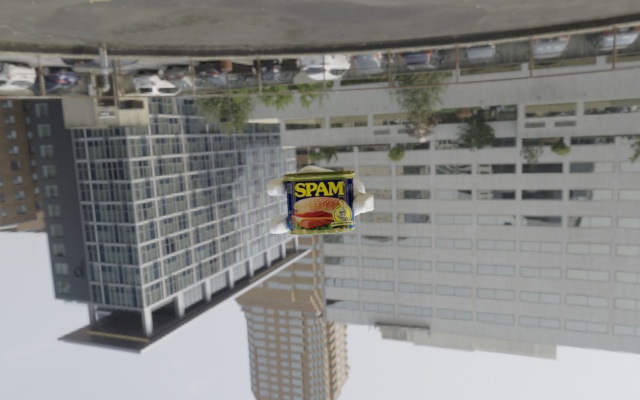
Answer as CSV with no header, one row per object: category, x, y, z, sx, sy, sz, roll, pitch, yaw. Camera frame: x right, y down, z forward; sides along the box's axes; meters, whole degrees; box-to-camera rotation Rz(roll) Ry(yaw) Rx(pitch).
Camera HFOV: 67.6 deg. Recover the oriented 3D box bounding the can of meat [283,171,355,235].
can of meat,0.000,0.003,0.690,0.102,0.084,0.057,-3,9,0
